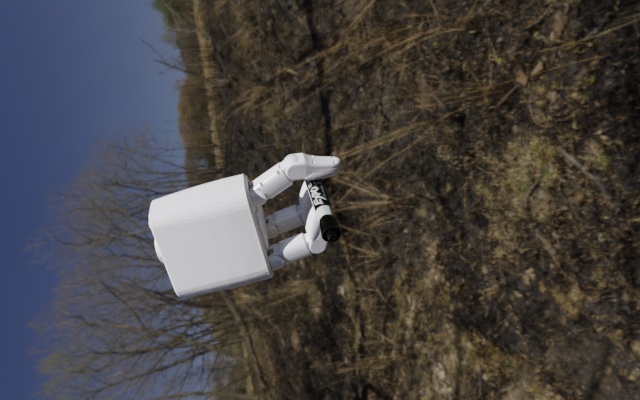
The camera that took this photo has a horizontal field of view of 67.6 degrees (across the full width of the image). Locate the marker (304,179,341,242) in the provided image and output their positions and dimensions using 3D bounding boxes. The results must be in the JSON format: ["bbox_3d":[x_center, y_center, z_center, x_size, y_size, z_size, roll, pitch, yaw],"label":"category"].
[{"bbox_3d":[0.000,0.002,0.486,0.020,0.020,0.121,0,34,-13],"label":"marker"}]
